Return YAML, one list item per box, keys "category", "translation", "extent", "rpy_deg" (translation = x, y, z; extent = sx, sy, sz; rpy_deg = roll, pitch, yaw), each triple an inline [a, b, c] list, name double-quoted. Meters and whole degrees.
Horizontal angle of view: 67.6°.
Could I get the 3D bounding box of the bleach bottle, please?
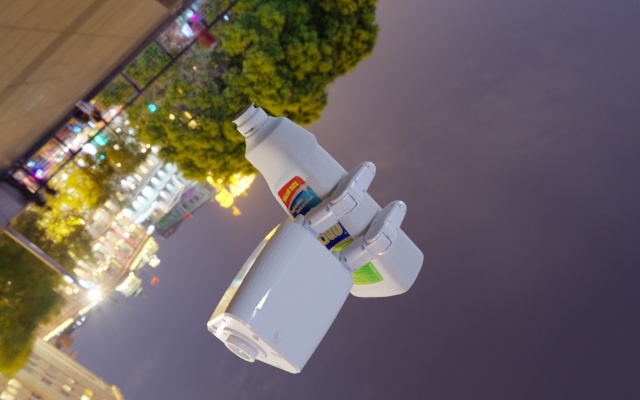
- category: "bleach bottle"
  translation: [0.000, 0.002, 0.510]
  extent: [0.251, 0.068, 0.102]
  rpy_deg: [47, -34, -21]
